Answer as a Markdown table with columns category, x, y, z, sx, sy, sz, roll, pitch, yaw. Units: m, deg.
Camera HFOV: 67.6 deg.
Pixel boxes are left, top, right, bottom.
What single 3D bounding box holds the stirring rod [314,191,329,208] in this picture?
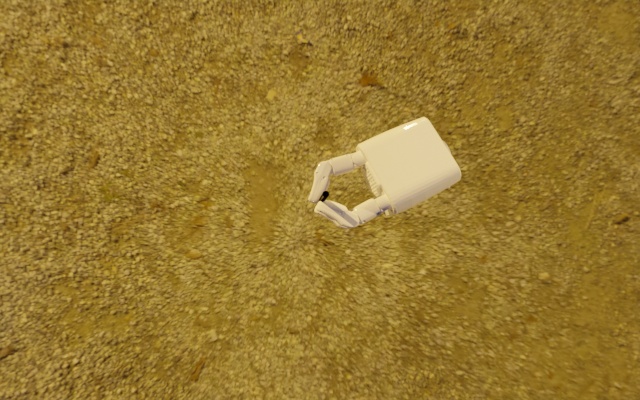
| category | x | y | z | sx | sy | sz | roll | pitch | yaw |
| --- | --- | --- | --- | --- | --- | --- | --- | --- | --- |
| stirring rod | 0.000 | 0.002 | 0.686 | 0.011 | 0.011 | 0.239 | 0 | -5 | -3 |
